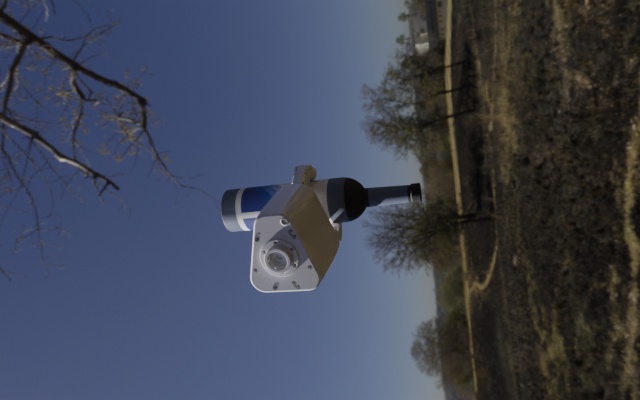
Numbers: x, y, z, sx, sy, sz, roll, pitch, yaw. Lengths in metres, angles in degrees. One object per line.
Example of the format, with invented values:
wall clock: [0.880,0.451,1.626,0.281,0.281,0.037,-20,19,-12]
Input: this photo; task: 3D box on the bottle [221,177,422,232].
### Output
bottle: [0.000,0.002,0.711,0.296,0.069,0.069,-6,-2,15]
